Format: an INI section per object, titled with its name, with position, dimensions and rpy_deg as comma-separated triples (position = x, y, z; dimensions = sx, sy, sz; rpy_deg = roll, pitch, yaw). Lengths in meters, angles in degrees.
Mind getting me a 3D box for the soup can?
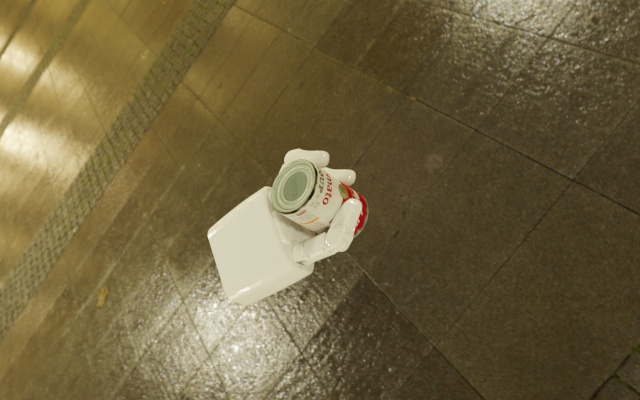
[soup can]
position = 0.000, 0.002, 0.560
dimensions = 0.068, 0.068, 0.102
rpy_deg = 0, -22, 42
